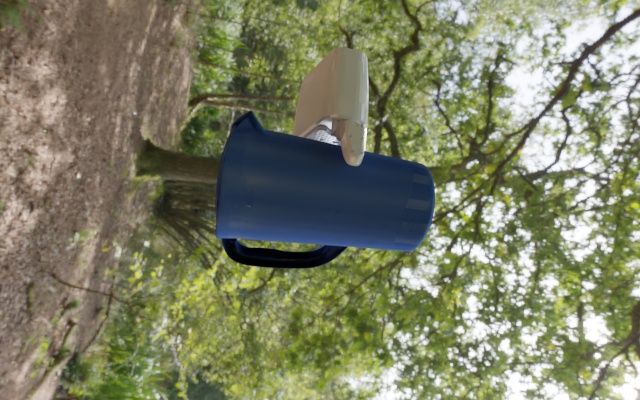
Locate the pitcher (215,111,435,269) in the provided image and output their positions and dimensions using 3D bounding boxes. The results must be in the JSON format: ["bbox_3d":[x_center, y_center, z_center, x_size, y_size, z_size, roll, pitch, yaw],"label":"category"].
[{"bbox_3d":[0.000,0.002,0.563,0.243,0.145,0.149,8,-21,-9],"label":"pitcher"}]
